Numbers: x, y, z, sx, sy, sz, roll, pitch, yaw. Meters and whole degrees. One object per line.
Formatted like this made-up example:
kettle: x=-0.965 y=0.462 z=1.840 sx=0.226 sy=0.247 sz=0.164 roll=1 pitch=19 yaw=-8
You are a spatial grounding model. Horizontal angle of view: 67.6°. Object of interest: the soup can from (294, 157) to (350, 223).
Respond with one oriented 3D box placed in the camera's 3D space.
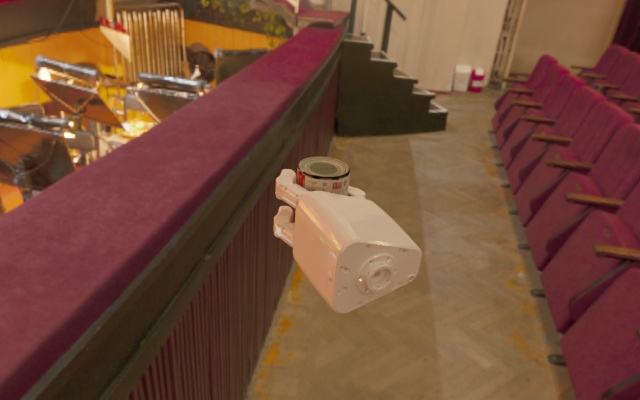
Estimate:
soup can: x=0.000 y=0.002 z=0.622 sx=0.068 sy=0.102 sz=0.068 roll=4 pitch=27 yaw=-2
